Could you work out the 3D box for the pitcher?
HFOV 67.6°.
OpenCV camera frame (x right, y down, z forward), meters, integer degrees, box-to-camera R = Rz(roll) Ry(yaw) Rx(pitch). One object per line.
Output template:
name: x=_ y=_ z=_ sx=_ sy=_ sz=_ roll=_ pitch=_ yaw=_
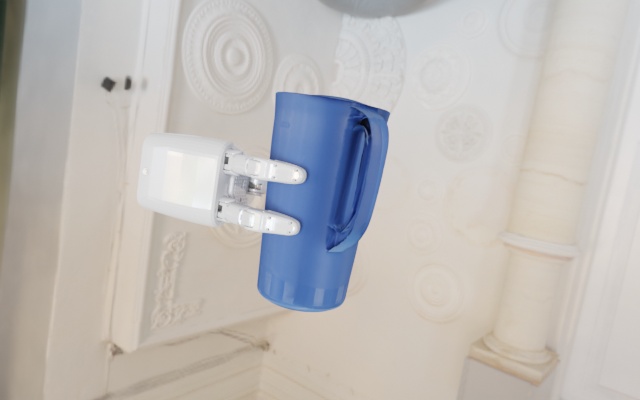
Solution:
pitcher: x=0.000 y=0.002 z=0.552 sx=0.145 sy=0.243 sz=0.149 roll=11 pitch=7 yaw=13
